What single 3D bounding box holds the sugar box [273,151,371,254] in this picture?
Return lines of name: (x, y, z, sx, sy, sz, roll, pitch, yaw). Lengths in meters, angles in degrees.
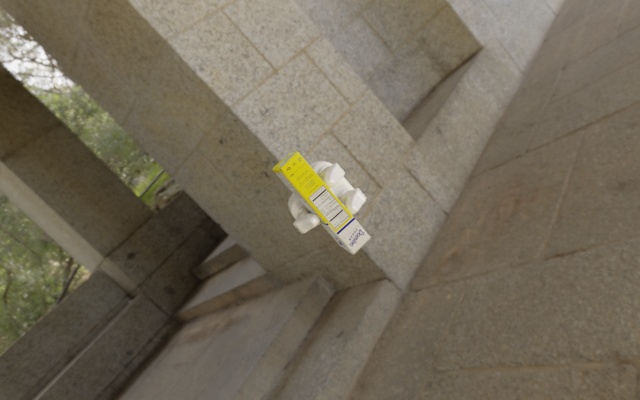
sugar box: (0.000, 0.002, 0.759, 0.048, 0.176, 0.093, -44, 11, -5)
